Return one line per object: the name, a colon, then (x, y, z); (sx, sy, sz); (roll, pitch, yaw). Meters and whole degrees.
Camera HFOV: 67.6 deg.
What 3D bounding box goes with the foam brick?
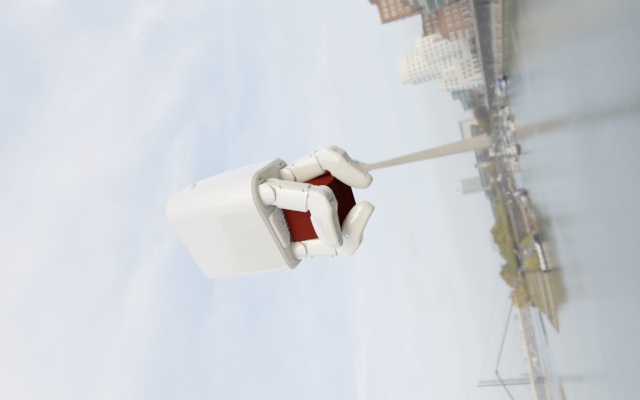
foam brick: (0.000, 0.002, 0.498); (0.051, 0.053, 0.078); (-12, 15, 21)
